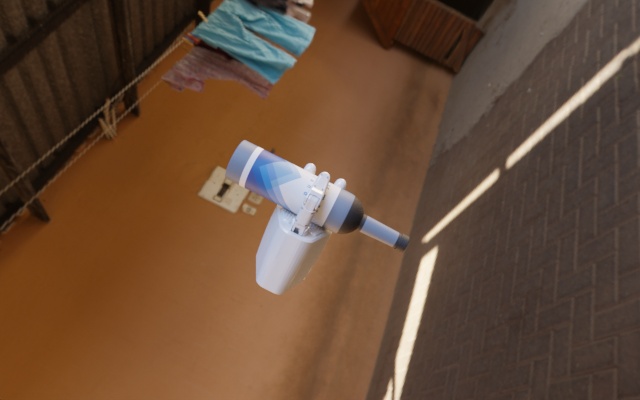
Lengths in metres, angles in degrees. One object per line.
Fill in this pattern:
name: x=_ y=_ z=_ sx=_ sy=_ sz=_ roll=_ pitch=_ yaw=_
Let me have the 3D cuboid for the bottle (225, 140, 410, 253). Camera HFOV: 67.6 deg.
bottle: x=0.000 y=0.002 z=0.737 sx=0.296 sy=0.069 sz=0.069 roll=27 pitch=0 yaw=0
